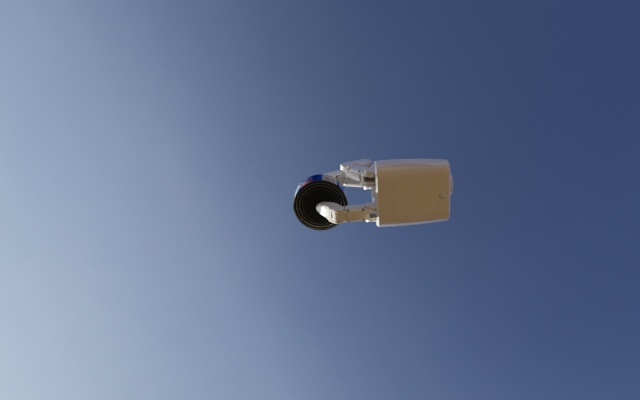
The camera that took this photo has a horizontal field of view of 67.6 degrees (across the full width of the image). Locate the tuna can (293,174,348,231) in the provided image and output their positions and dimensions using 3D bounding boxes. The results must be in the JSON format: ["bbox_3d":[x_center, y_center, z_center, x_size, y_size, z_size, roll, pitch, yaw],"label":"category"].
[{"bbox_3d":[0.000,0.002,0.761,0.086,0.086,0.033,0,23,0],"label":"tuna can"}]
